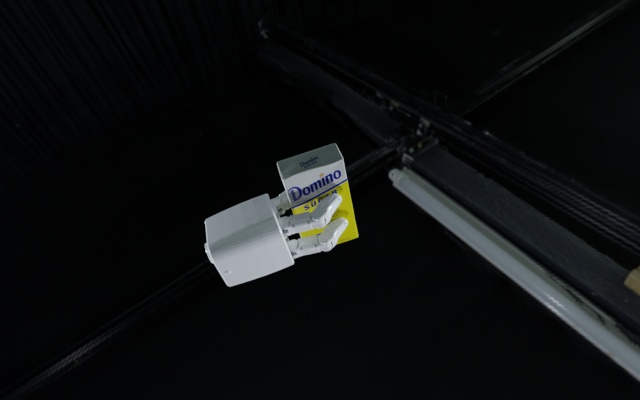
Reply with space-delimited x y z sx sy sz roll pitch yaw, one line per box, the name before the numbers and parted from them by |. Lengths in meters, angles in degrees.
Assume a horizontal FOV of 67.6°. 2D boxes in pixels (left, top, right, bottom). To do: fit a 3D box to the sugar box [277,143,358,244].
sugar box | 0.000 0.003 0.736 0.093 0.048 0.176 -19 -42 -3
